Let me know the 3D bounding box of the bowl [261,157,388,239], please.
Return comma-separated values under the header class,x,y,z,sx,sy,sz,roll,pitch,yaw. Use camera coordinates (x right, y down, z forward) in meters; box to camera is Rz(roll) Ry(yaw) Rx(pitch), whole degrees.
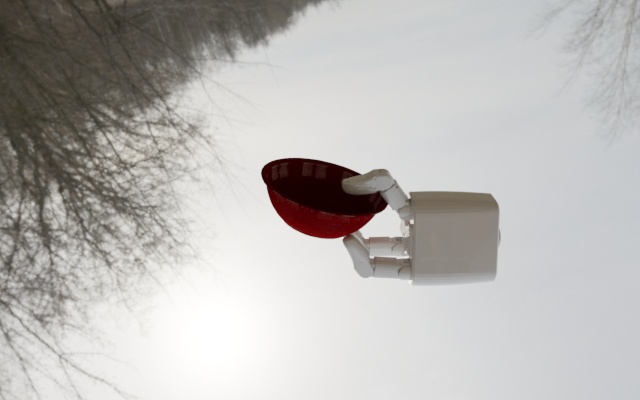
class,x,y,z,sx,sy,sz,roll,pitch,yaw
bowl,-0.001,0.002,0.600,0.162,0.055,0.162,13,24,-6
